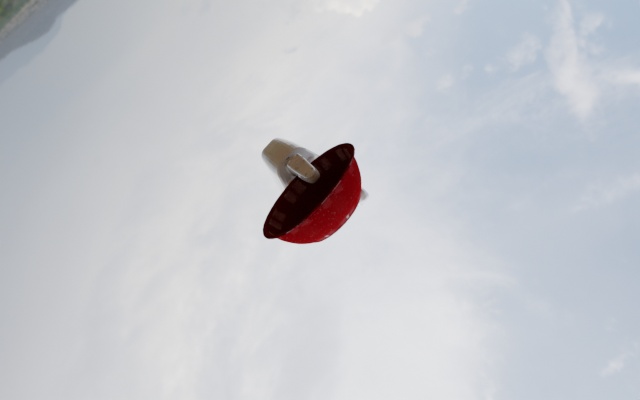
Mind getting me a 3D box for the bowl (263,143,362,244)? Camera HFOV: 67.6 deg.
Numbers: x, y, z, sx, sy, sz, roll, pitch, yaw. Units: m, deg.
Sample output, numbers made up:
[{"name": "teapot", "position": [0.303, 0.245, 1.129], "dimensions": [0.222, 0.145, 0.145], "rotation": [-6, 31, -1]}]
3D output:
[{"name": "bowl", "position": [0.001, 0.003, 0.614], "dimensions": [0.055, 0.162, 0.162], "rotation": [44, -17, -18]}]
